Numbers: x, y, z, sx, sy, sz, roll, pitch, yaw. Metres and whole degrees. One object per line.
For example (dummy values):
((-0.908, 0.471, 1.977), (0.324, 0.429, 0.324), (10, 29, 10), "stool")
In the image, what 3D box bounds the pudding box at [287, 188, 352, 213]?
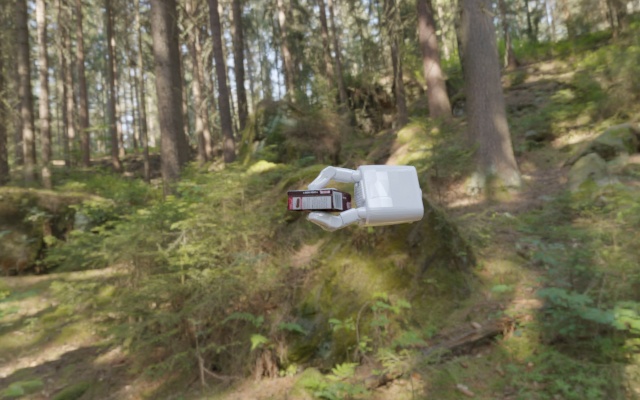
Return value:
((0.000, 0.003, 0.881), (0.090, 0.039, 0.113), (-3, -7, 20), "pudding box")
